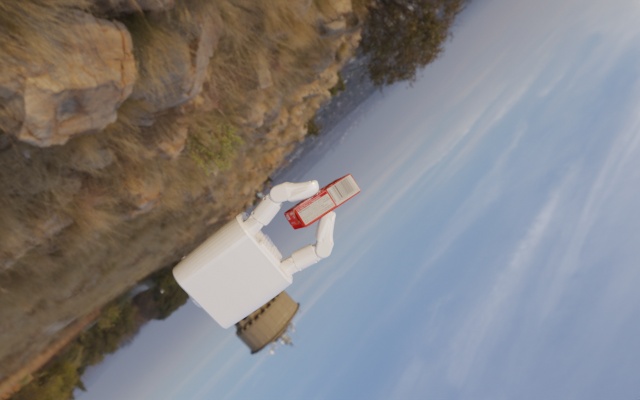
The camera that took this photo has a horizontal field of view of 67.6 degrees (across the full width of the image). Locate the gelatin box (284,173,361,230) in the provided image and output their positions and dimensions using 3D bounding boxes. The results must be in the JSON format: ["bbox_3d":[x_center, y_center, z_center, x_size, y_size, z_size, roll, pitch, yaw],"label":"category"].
[{"bbox_3d":[0.001,0.002,0.617,0.089,0.030,0.073,-33,3,-13],"label":"gelatin box"}]
